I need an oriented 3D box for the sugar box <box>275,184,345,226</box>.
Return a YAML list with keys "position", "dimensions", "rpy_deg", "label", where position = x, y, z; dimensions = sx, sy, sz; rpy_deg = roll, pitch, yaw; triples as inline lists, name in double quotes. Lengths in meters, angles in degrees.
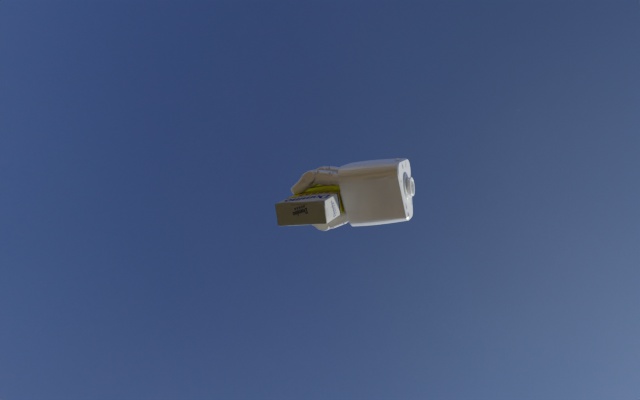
- position: [0.000, 0.002, 0.858]
  dimensions: [0.093, 0.048, 0.176]
  rpy_deg: [-4, 8, 23]
  label: "sugar box"
